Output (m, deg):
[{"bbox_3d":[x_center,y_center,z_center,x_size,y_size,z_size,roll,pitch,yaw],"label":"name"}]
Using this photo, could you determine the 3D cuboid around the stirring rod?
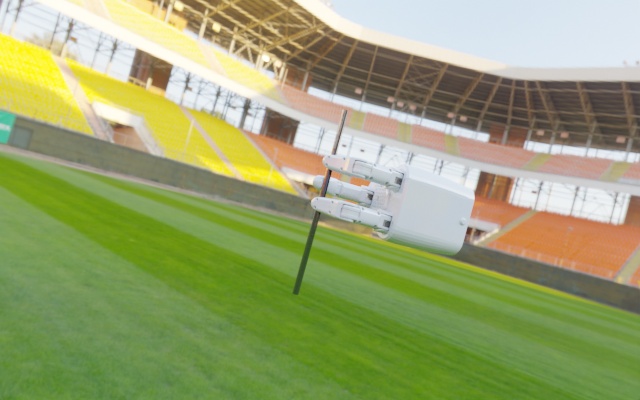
[{"bbox_3d":[0.000,0.002,0.603,0.011,0.239,0.011,15,-1,0],"label":"stirring rod"}]
